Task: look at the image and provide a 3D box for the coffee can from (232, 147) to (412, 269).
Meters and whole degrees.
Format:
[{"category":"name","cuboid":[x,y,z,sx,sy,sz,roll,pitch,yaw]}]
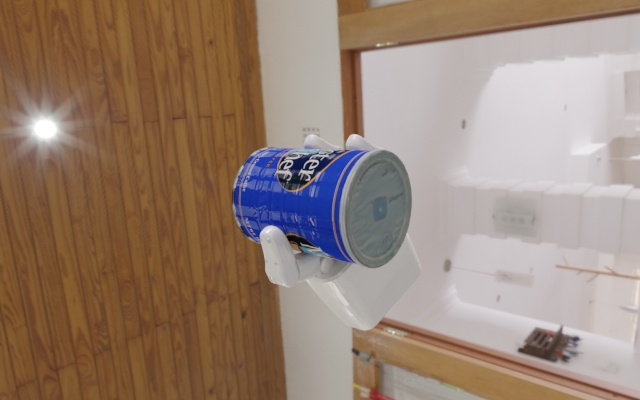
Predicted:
[{"category":"coffee can","cuboid":[0.000,0.001,0.454,0.140,0.103,0.103,7,4,40]}]
